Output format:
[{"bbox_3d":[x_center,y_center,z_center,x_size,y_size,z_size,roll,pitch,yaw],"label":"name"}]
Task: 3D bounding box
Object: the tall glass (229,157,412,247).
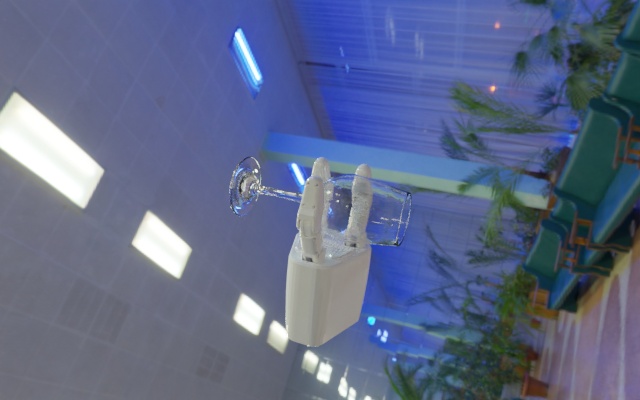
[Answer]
[{"bbox_3d":[-0.001,0.002,0.555,0.201,0.079,0.079,11,4,19],"label":"tall glass"}]
